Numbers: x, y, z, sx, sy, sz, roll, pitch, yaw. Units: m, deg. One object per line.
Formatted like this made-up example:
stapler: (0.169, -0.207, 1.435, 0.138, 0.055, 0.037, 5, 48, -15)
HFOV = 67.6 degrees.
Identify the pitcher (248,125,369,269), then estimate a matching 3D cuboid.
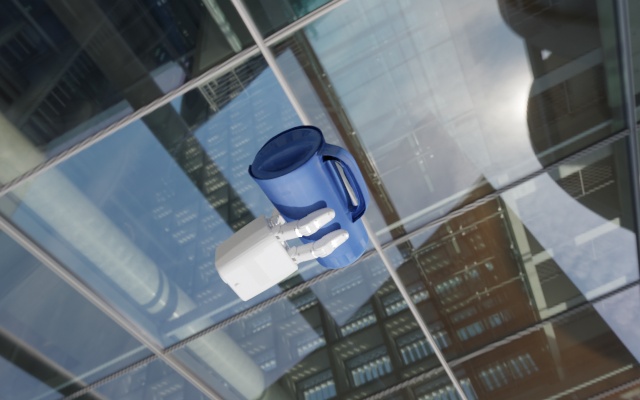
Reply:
pitcher: (0.000, 0.003, 0.810, 0.145, 0.243, 0.149, -34, 35, -4)
